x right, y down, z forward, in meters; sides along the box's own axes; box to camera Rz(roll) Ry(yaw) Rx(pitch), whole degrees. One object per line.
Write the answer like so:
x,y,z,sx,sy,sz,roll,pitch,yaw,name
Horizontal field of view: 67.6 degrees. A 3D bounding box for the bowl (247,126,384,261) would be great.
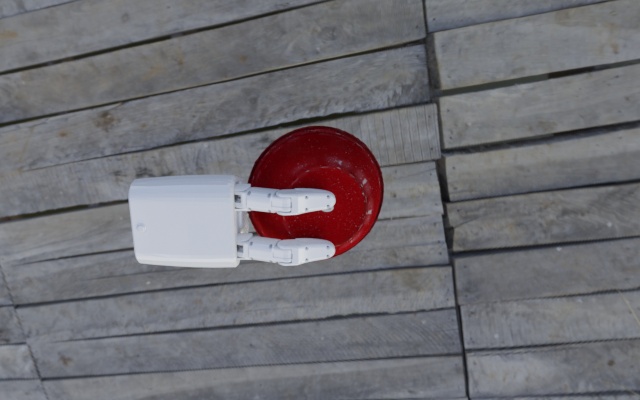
0.001,0.001,0.526,0.162,0.162,0.055,0,16,-11,bowl
